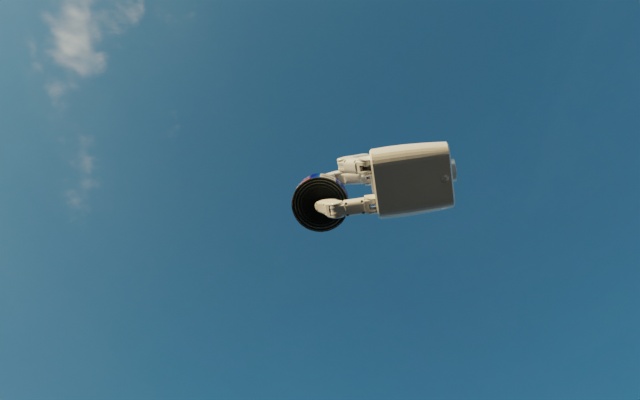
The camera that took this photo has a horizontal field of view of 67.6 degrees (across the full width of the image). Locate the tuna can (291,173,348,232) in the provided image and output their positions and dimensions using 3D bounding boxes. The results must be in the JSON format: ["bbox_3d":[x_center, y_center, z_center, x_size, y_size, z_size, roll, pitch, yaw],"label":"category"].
[{"bbox_3d":[0.000,0.002,0.728,0.086,0.086,0.033,0,16,4],"label":"tuna can"}]
